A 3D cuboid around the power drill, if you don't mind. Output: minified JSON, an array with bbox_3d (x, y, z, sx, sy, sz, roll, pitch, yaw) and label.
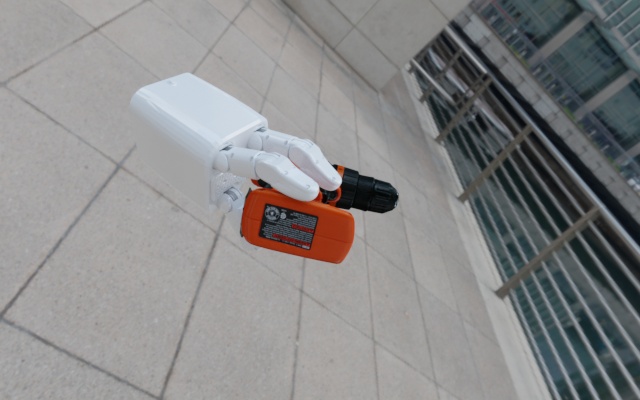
[{"bbox_3d":[0.000,0.002,0.519,0.184,0.057,0.187,12,18,0],"label":"power drill"}]
